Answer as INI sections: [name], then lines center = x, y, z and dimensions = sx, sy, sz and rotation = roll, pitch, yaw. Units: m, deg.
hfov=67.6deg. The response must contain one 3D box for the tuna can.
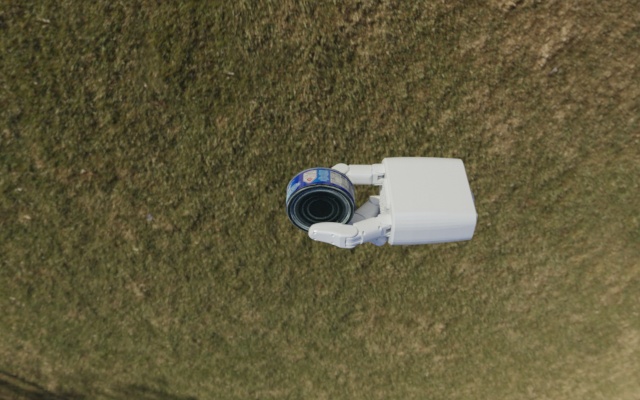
[tuna can]
center = 0.000, 0.002, 0.589
dimensions = 0.086, 0.086, 0.033
rotation = 0, 42, 0
